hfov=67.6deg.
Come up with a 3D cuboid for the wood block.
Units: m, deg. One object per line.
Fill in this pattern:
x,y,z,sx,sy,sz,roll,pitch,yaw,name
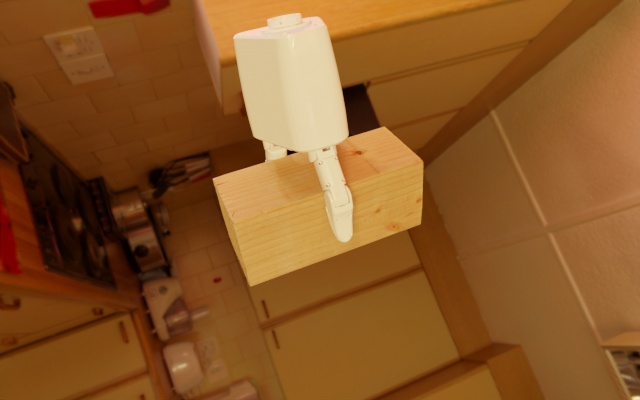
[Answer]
0.000,0.002,0.526,0.206,0.090,0.090,-18,40,-14,wood block
